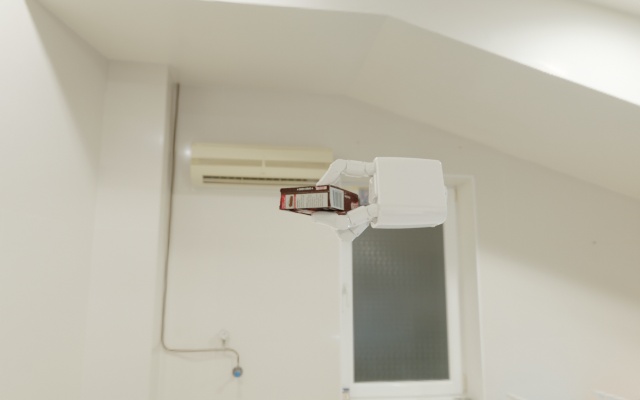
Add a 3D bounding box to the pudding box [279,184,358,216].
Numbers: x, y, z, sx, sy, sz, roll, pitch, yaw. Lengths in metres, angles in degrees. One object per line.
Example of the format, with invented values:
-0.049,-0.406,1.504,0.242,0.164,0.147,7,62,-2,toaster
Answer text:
0.000,0.002,0.764,0.090,0.039,0.113,-4,-11,26,pudding box
